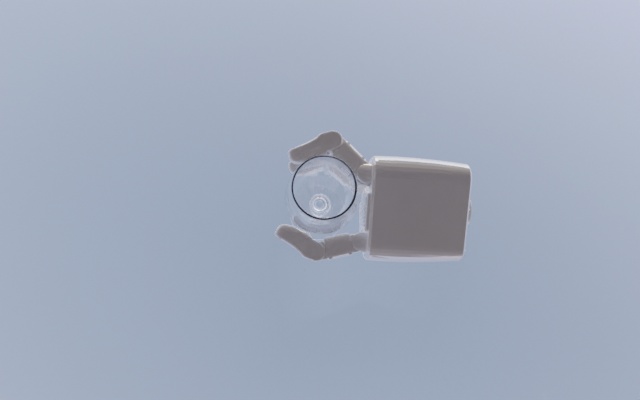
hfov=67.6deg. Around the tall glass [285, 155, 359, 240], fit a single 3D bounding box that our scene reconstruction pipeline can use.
[{"bbox_3d":[0.000,0.002,0.541,0.079,0.079,0.201,0,-8,-2],"label":"tall glass"}]
